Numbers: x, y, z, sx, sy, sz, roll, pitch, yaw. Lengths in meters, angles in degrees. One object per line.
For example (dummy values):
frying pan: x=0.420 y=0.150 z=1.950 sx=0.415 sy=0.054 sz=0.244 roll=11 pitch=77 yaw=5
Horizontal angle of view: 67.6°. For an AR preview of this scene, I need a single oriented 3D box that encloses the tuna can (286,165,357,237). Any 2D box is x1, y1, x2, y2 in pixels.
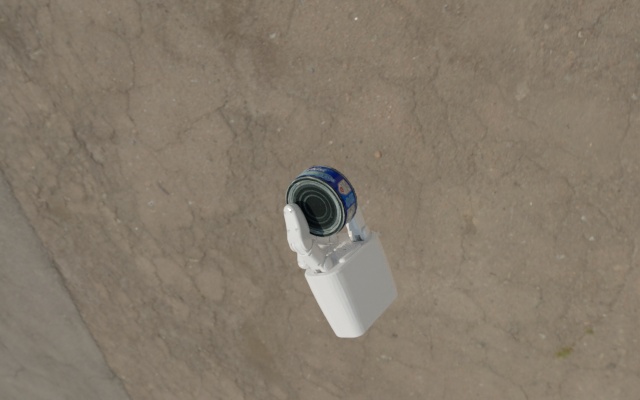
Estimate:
tuna can: x=0.000 y=0.002 z=0.588 sx=0.086 sy=0.086 sz=0.033 roll=0 pitch=26 yaw=33
